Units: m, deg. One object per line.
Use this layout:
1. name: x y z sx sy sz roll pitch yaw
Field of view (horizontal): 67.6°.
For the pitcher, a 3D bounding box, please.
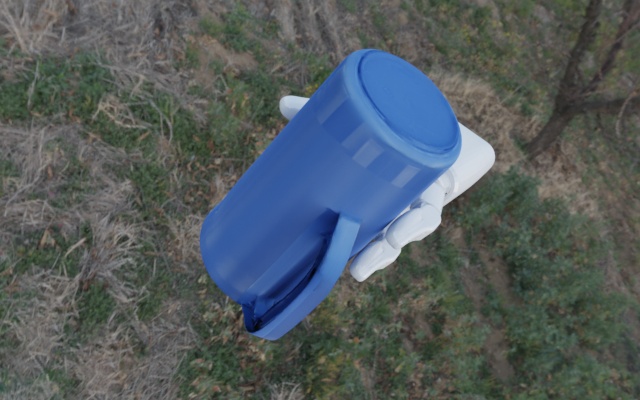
1. pitcher: 0.000 0.001 0.407 0.145 0.149 0.243 -22 -17 -45
